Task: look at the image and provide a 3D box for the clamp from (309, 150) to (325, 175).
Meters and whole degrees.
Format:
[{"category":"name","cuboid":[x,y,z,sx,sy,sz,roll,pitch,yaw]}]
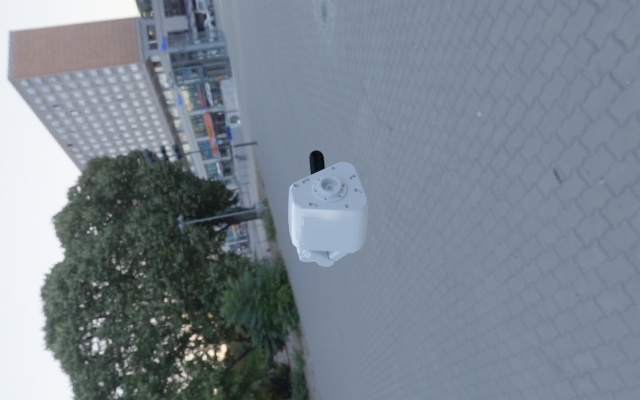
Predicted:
[{"category":"clamp","cuboid":[0.000,0.003,0.816,0.039,0.171,0.120,-11,-36,-9]}]
